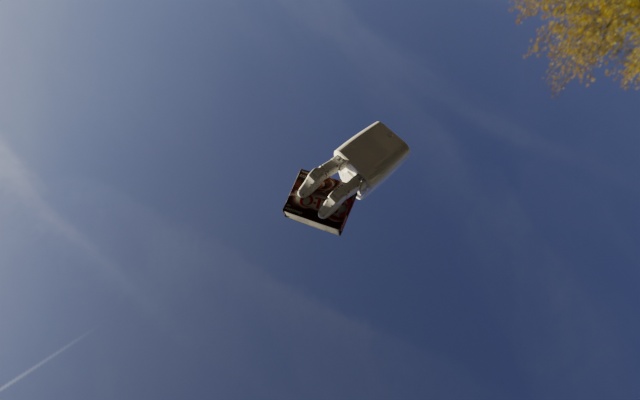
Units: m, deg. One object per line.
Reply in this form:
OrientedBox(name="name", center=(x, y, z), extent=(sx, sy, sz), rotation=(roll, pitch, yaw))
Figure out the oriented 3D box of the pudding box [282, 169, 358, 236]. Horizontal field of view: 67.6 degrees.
OrientedBox(name="pudding box", center=(0.000, 0.003, 0.863), extent=(0.113, 0.090, 0.039), rotation=(17, -23, 14))
